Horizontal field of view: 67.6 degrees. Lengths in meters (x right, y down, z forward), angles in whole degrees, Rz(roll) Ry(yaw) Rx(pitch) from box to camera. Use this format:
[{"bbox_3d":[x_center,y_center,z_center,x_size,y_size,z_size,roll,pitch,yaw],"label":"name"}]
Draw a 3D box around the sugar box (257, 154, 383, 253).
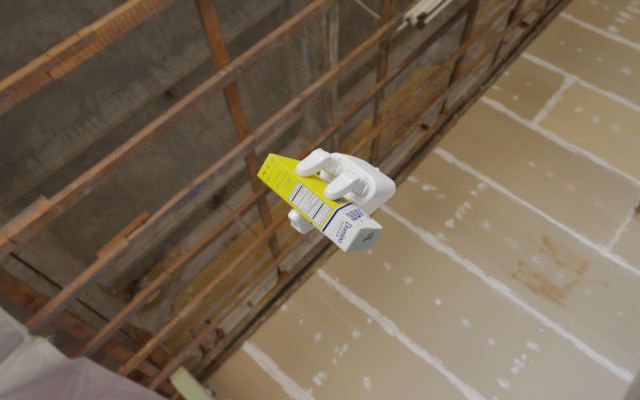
[{"bbox_3d":[0.000,0.002,0.681,0.176,0.048,0.093,37,14,23],"label":"sugar box"}]
